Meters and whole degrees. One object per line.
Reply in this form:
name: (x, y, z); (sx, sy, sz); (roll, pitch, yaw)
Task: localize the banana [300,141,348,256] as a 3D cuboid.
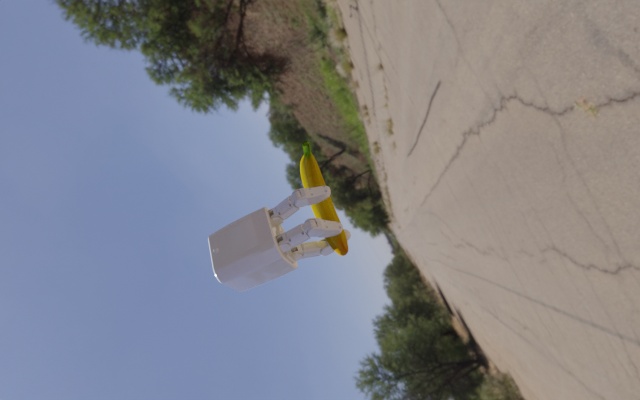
banana: (0.001, 0.004, 0.783); (0.037, 0.197, 0.070); (-22, -16, 1)
